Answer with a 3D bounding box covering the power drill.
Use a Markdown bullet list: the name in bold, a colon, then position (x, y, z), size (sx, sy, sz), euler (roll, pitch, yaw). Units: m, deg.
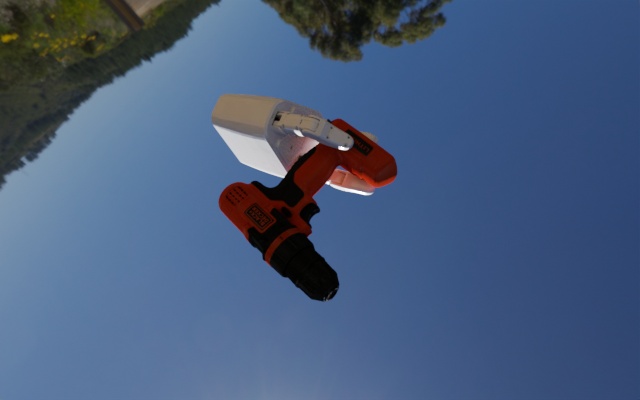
- **power drill**: position (0.000, 0.001, 0.555), size (0.184, 0.187, 0.057), euler (41, -19, 24)
